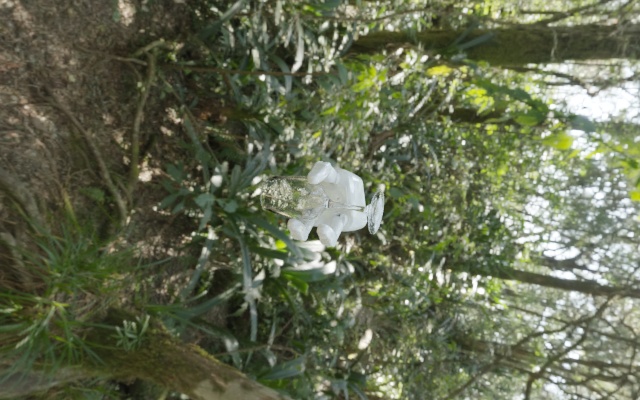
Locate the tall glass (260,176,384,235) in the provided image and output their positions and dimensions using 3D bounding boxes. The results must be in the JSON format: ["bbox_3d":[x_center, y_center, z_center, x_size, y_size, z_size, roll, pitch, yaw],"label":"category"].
[{"bbox_3d":[0.001,0.003,0.805,0.201,0.079,0.079,10,4,22],"label":"tall glass"}]
